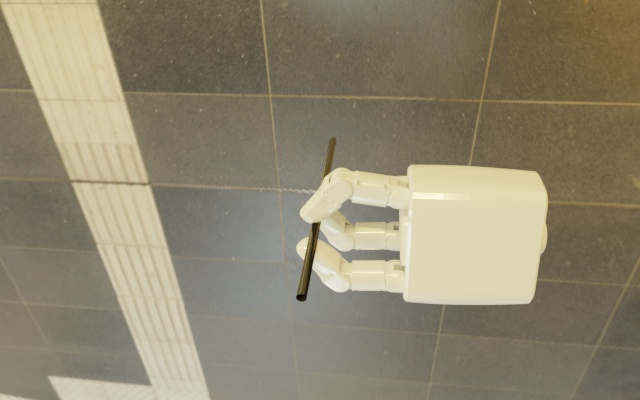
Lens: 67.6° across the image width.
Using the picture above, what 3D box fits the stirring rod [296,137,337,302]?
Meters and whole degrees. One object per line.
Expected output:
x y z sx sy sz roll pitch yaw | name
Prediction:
0.000 0.001 0.447 0.011 0.011 0.239 0 36 8 | stirring rod
